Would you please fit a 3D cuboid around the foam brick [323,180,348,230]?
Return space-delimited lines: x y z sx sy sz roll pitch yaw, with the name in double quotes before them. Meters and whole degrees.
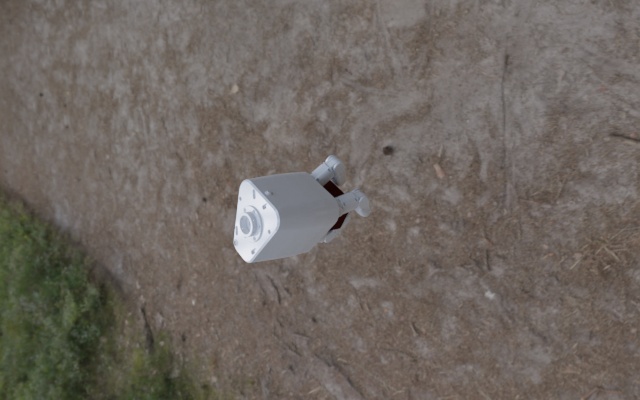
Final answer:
"foam brick" 0.000 0.002 0.726 0.051 0.053 0.078 -6 40 -45
